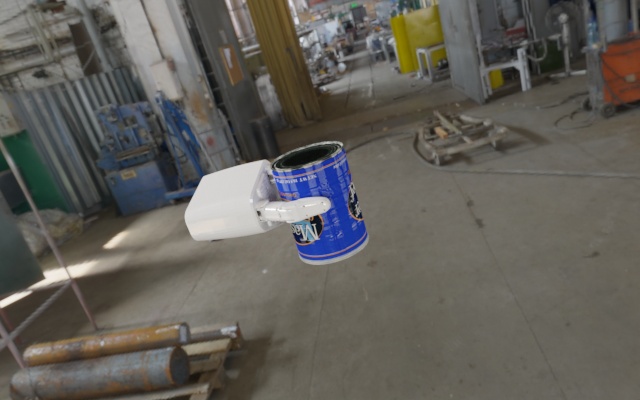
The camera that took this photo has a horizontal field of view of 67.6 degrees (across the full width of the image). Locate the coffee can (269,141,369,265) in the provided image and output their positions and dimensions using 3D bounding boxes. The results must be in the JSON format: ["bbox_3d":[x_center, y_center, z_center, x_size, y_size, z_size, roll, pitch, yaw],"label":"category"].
[{"bbox_3d":[0.000,0.002,0.655,0.103,0.140,0.102,-15,20,6],"label":"coffee can"}]
